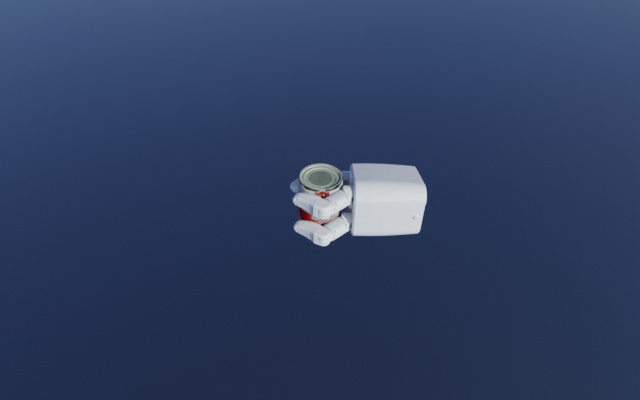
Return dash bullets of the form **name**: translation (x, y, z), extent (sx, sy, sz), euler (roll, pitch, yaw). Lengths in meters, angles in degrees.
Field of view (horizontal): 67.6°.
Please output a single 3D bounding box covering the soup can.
- **soup can**: translation (0.000, 0.002, 0.741), extent (0.068, 0.102, 0.068), euler (0, 41, 0)
